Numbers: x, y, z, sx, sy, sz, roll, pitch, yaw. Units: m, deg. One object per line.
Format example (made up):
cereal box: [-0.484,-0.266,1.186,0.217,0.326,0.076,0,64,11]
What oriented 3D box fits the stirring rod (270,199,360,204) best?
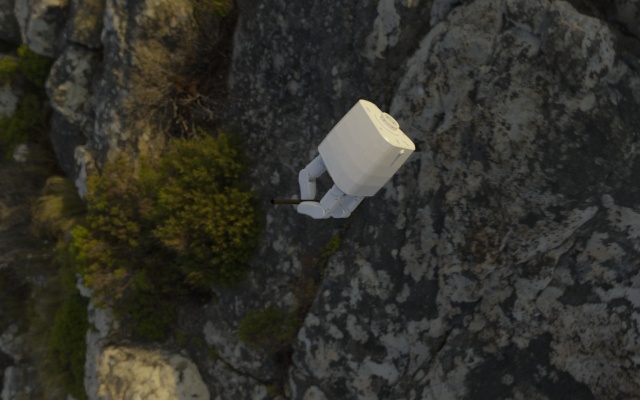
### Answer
stirring rod: [0.000,0.003,0.814,0.011,0.011,0.239,0,0,37]
